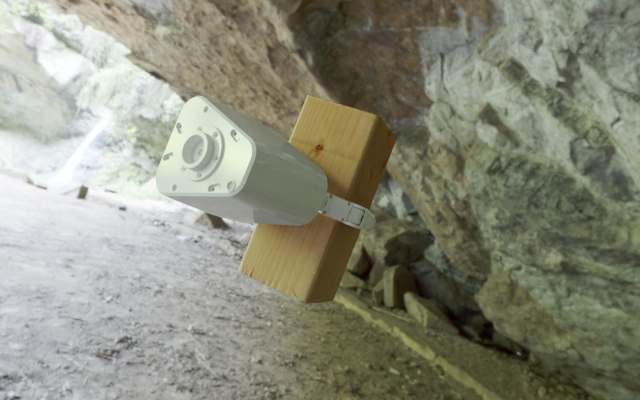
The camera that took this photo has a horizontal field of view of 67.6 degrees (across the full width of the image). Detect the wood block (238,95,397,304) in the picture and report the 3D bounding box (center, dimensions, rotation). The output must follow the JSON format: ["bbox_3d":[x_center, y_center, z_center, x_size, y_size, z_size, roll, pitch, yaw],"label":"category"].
[{"bbox_3d":[0.000,0.002,0.539,0.091,0.206,0.090,21,-1,23],"label":"wood block"}]
